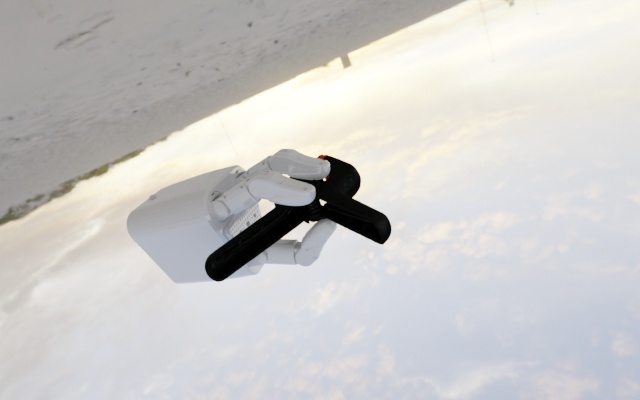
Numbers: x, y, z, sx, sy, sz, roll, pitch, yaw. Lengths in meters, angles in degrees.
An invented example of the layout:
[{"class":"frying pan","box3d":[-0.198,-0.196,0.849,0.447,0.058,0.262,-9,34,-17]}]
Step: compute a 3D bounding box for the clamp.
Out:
[{"class":"clamp","box3d":[0.000,0.002,0.466,0.164,0.036,0.210,-11,23,22]}]
